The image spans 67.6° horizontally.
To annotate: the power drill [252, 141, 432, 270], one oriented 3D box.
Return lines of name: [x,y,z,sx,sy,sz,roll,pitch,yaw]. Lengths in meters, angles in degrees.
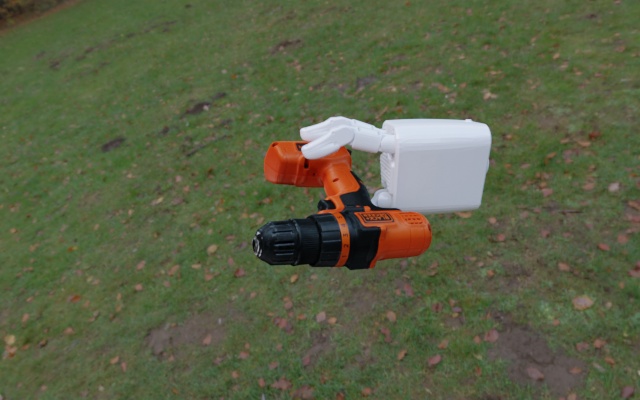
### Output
power drill: [0.000,0.001,0.510,0.184,0.057,0.187,0,34,-26]
